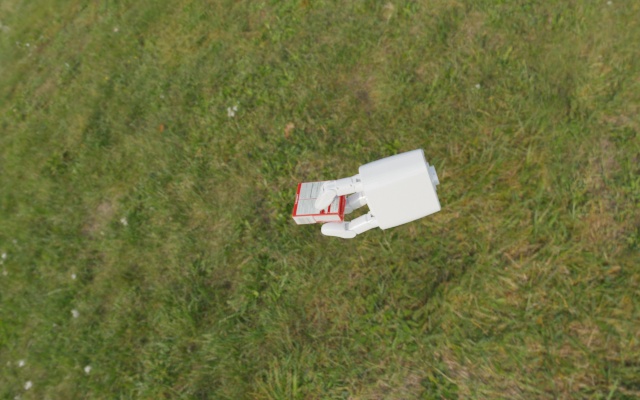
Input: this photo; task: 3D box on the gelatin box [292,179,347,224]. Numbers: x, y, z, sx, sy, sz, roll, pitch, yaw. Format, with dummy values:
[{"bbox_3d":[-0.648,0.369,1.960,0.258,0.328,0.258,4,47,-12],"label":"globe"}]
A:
[{"bbox_3d":[0.000,0.003,0.843,0.089,0.073,0.030,-4,-34,19],"label":"gelatin box"}]
